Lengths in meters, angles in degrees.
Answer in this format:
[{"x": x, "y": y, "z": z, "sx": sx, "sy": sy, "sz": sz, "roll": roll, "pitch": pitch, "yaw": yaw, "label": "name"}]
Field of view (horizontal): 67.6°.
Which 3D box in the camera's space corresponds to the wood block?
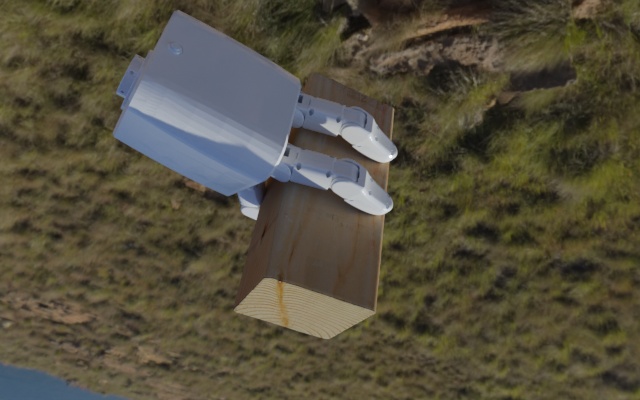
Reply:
[{"x": 0.000, "y": 0.001, "z": 0.424, "sx": 0.090, "sy": 0.206, "sz": 0.091, "roll": 21, "pitch": -34, "yaw": -15, "label": "wood block"}]
